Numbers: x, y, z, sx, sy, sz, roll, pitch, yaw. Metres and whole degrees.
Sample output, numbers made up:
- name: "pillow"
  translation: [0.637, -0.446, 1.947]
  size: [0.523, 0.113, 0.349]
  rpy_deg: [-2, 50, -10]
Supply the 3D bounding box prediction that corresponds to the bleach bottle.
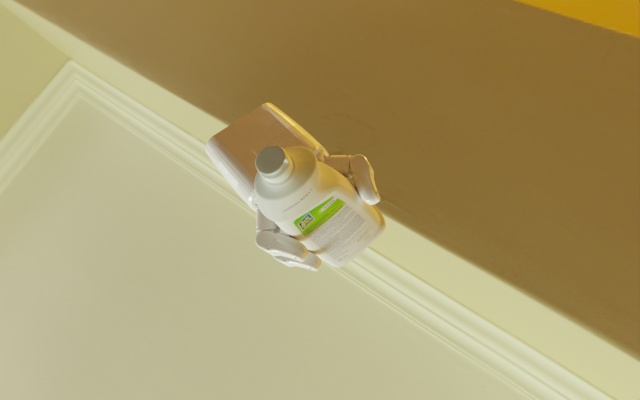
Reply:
- name: "bleach bottle"
  translation: [0.000, 0.002, 0.531]
  size: [0.068, 0.102, 0.251]
  rpy_deg: [47, -1, 28]
